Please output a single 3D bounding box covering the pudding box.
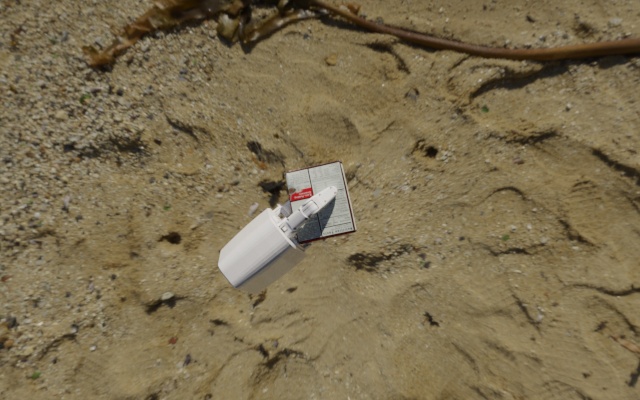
[{"bbox_3d":[0.000,0.002,0.724,0.090,0.113,0.039,-12,-2,4],"label":"pudding box"}]
